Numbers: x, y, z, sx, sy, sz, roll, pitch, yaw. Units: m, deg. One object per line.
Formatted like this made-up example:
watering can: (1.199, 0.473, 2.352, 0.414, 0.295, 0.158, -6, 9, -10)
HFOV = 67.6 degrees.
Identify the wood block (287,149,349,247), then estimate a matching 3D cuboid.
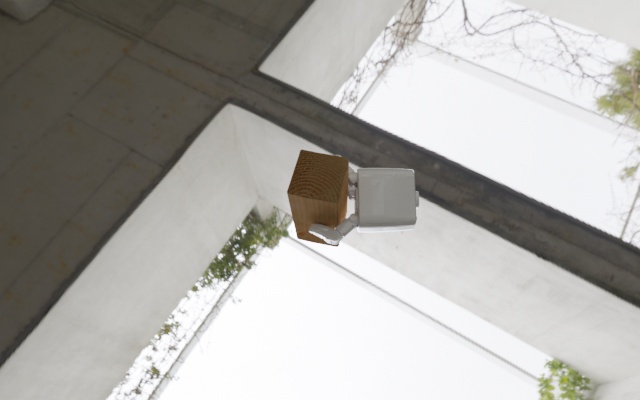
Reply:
wood block: (0.000, 0.003, 0.897, 0.090, 0.090, 0.206, 11, -26, 8)
